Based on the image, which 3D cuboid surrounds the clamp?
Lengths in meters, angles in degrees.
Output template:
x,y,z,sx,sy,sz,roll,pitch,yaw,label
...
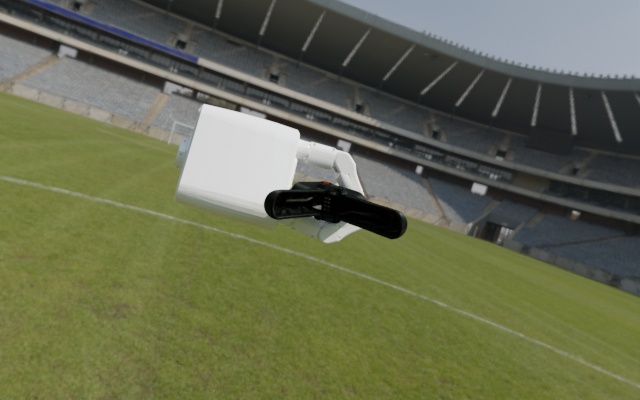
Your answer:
x,y,z,sx,sy,sz,roll,pitch,yaw,label
0.000,0.001,0.461,0.120,0.039,0.171,15,3,-14,clamp
